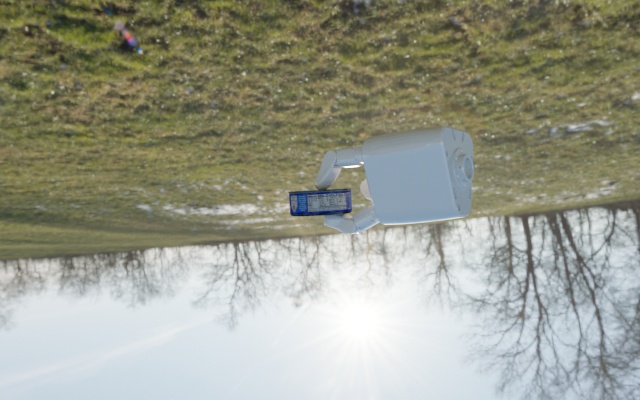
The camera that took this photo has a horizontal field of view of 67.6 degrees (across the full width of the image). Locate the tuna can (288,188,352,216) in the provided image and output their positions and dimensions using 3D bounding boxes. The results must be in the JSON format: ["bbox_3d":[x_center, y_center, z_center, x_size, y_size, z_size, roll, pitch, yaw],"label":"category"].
[{"bbox_3d":[0.000,0.003,0.648,0.086,0.034,0.086,-3,1,0],"label":"tuna can"}]
